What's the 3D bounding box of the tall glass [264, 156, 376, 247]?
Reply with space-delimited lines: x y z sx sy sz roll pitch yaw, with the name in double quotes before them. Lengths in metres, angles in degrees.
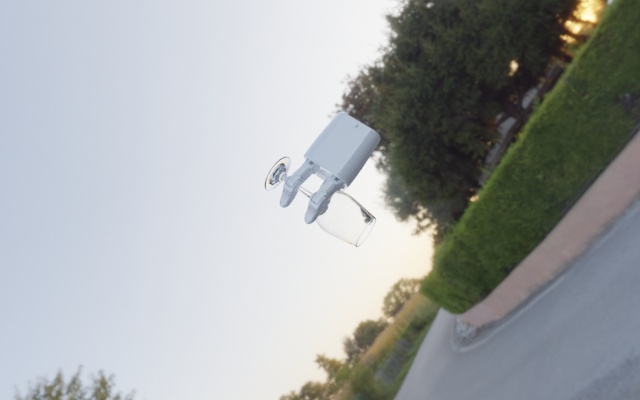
"tall glass" 0.000 0.003 0.852 0.201 0.079 0.079 34 11 17
